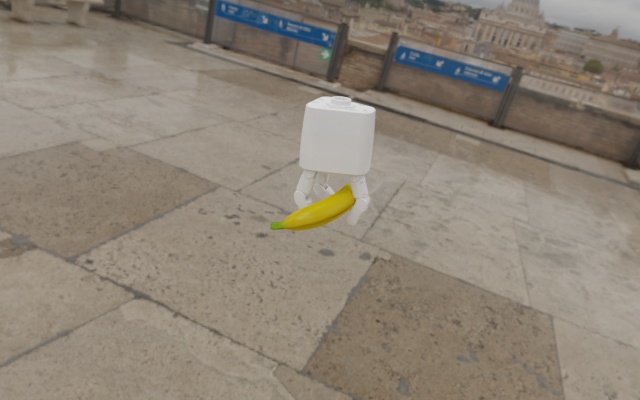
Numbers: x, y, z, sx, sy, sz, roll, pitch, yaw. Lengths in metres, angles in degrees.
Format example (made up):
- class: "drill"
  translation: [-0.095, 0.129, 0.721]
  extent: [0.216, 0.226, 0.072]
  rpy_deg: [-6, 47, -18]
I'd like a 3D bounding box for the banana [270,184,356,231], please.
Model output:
- class: "banana"
  translation: [0.011, 0.008, 0.793]
  extent: [0.069, 0.037, 0.197]
  rpy_deg: [19, 31, 41]
